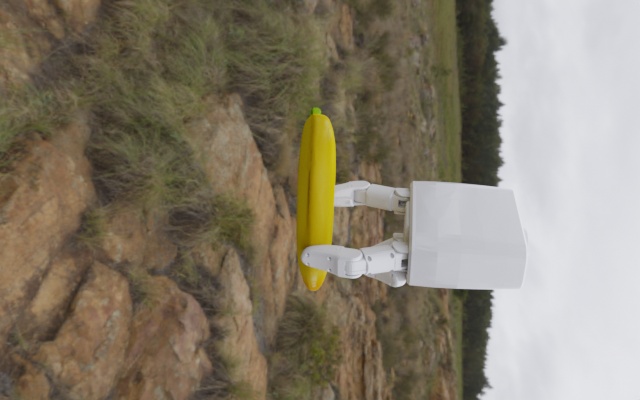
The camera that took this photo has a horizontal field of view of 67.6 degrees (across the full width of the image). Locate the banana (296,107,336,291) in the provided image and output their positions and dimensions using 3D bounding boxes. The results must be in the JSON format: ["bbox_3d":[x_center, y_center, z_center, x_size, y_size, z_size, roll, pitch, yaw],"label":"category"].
[{"bbox_3d":[-0.003,-0.002,0.486,0.037,0.198,0.069,3,-1,9],"label":"banana"}]
